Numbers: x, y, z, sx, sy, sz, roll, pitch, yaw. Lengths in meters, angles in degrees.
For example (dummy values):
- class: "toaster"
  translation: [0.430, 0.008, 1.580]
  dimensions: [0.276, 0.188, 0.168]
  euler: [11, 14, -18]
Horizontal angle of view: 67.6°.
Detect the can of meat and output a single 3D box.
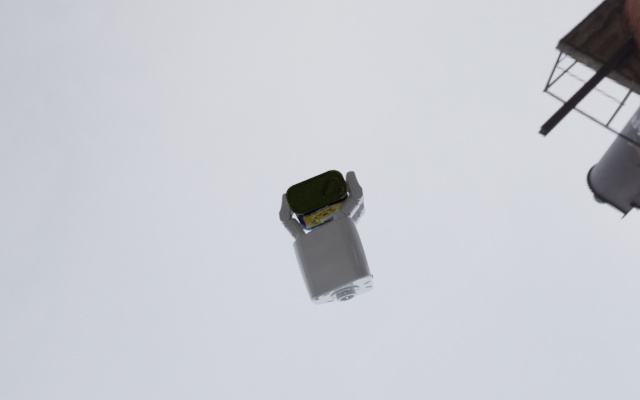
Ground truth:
- class: "can of meat"
  translation: [0.000, 0.003, 0.821]
  dimensions: [0.102, 0.057, 0.084]
  euler: [-22, -27, -1]
